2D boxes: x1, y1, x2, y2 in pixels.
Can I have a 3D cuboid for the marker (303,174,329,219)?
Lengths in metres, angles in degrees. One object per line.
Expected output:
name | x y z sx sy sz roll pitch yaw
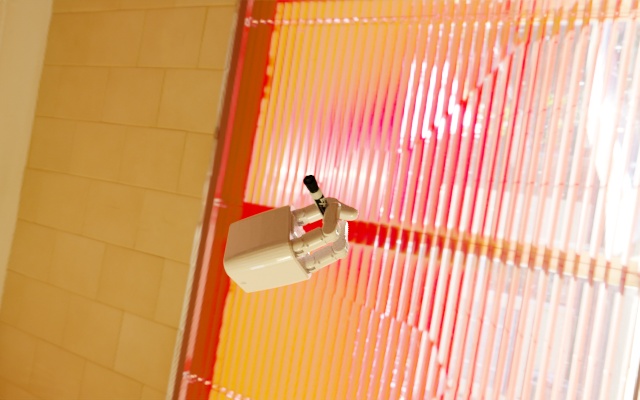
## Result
marker | 0.000 0.002 0.700 0.020 0.020 0.121 0 -34 21
